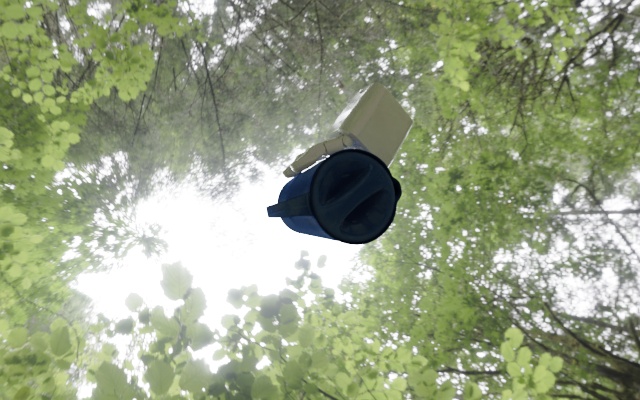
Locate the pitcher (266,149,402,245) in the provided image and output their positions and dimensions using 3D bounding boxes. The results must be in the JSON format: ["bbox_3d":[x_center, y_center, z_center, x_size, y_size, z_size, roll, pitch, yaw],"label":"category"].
[{"bbox_3d":[0.000,0.002,0.759,0.149,0.145,0.243,35,-14,-15],"label":"pitcher"}]
